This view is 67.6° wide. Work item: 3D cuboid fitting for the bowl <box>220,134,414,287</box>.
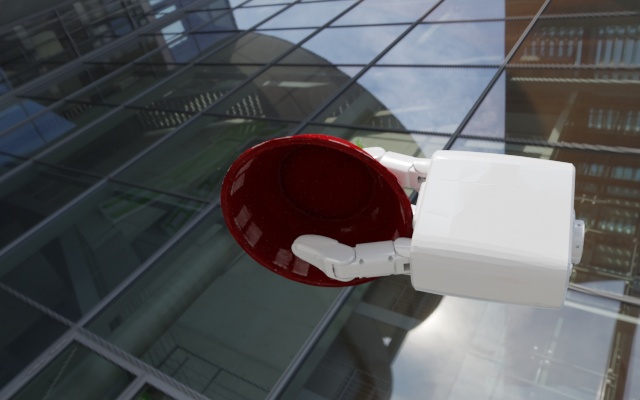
[{"bbox_3d":[-0.001,0.001,0.410,0.162,0.162,0.055,0,39,14],"label":"bowl"}]
